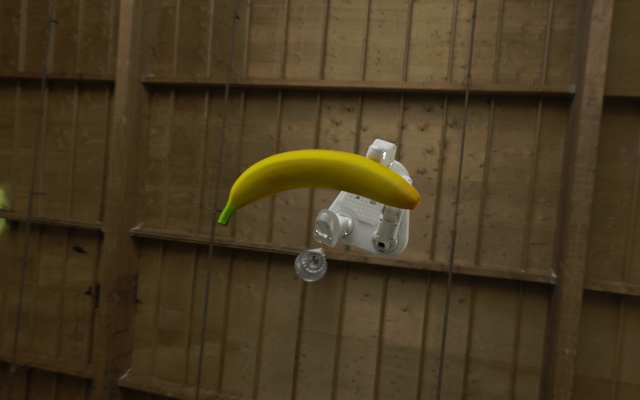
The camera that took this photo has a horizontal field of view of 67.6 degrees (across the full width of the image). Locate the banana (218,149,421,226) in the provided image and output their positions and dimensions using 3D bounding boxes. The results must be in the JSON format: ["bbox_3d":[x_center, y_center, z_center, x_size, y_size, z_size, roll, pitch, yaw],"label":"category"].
[{"bbox_3d":[-0.005,-0.017,0.465,0.198,0.069,0.037,-6,-5,13],"label":"banana"}]
